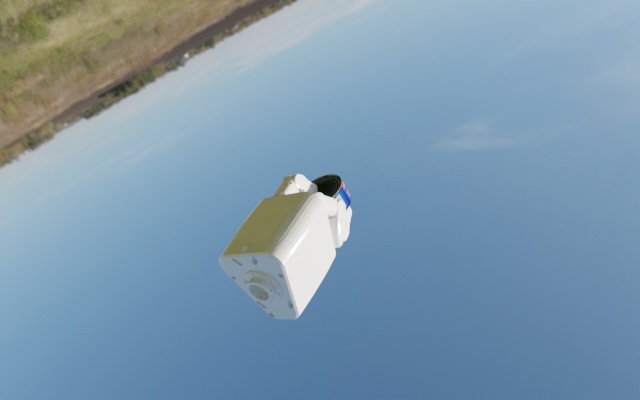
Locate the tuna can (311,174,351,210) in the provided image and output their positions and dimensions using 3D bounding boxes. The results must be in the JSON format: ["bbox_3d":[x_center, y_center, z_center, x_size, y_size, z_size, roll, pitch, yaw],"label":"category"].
[{"bbox_3d":[0.000,0.003,0.682,0.086,0.034,0.086,-26,27,15],"label":"tuna can"}]
